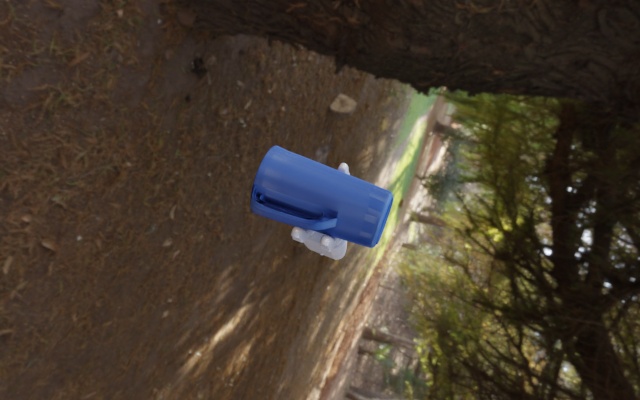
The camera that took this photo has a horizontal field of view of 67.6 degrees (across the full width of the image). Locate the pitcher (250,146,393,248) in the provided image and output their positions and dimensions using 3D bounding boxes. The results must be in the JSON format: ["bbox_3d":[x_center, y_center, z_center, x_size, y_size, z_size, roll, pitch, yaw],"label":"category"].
[{"bbox_3d":[0.000,0.003,0.866,0.243,0.149,0.145,19,-17,11],"label":"pitcher"}]
